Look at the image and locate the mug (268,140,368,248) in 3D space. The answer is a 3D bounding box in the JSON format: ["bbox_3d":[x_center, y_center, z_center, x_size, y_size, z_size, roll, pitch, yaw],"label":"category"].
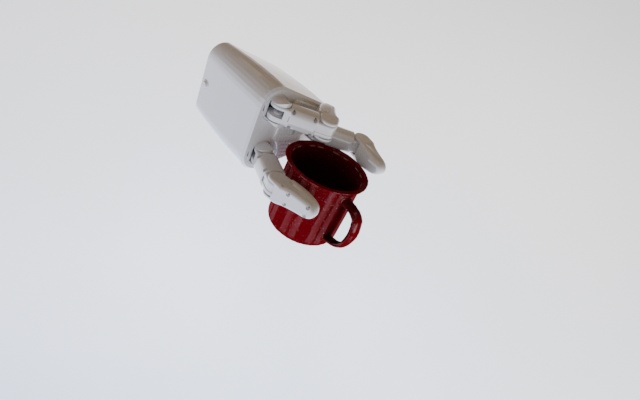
[{"bbox_3d":[0.001,0.003,0.511,0.093,0.081,0.117,-12,48,-45],"label":"mug"}]
